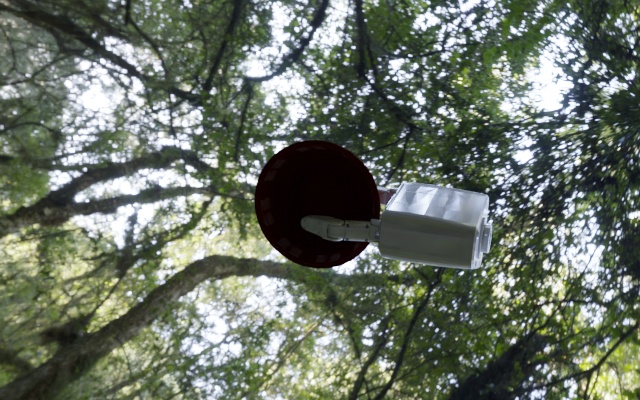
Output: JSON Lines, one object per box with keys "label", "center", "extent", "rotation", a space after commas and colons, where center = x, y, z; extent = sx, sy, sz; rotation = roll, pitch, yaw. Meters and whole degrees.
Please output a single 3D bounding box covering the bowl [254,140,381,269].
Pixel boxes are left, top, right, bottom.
{"label": "bowl", "center": [-0.001, 0.001, 0.610], "extent": [0.162, 0.162, 0.055], "rotation": [0, 12, 15]}
